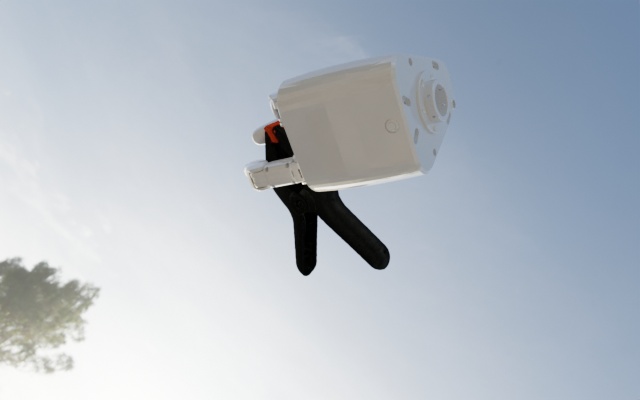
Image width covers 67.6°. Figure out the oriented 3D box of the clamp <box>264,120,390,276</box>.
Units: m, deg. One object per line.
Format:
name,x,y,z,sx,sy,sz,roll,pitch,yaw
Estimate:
clamp,0.000,0.001,0.465,0.120,0.171,0.039,-5,23,37
